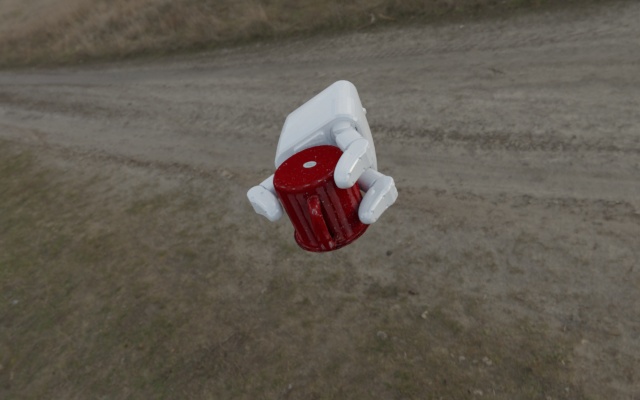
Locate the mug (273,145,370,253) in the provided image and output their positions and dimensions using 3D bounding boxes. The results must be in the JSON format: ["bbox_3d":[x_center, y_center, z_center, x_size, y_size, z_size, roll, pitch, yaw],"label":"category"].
[{"bbox_3d":[0.000,0.002,0.499,0.093,0.081,0.117,-16,34,13],"label":"mug"}]
